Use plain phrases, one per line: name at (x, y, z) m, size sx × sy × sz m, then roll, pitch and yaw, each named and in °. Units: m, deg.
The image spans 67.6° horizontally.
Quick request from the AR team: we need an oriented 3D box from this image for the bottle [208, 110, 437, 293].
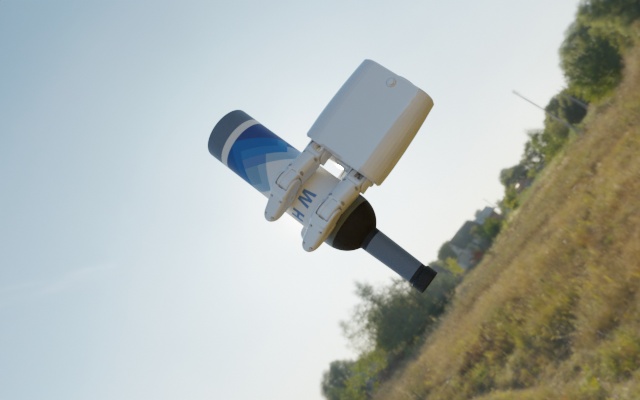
bottle at (0.000, 0.002, 0.536) m, size 0.295 × 0.069 × 0.069 m, roll 37°, pitch 12°, yaw 17°
